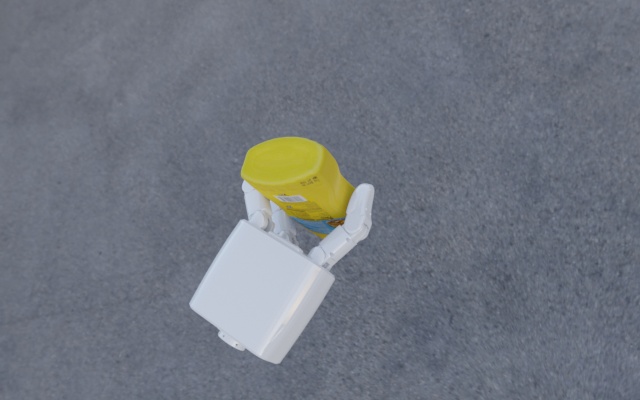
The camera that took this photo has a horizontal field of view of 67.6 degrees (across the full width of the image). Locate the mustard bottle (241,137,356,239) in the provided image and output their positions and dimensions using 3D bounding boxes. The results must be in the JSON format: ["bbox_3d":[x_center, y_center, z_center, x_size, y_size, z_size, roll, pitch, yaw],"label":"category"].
[{"bbox_3d":[0.000,0.001,0.543,0.096,0.058,0.192,-2,-27,28],"label":"mustard bottle"}]
